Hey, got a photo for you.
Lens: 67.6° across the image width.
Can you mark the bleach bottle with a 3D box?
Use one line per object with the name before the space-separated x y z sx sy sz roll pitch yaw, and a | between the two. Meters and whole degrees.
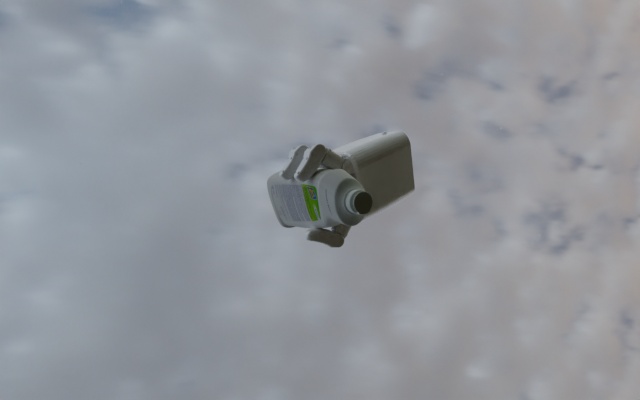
bleach bottle | 0.000 0.002 0.703 0.068 0.102 0.251 -25 15 -23
